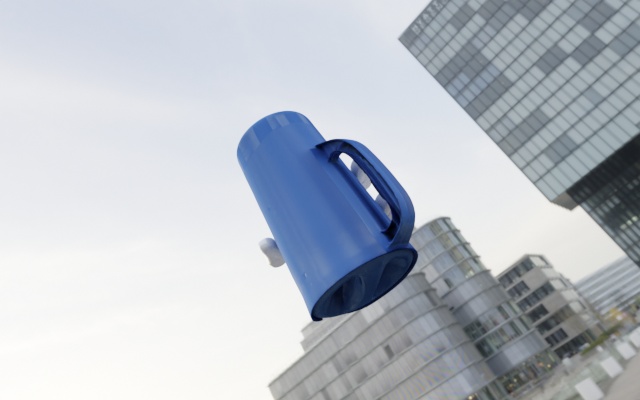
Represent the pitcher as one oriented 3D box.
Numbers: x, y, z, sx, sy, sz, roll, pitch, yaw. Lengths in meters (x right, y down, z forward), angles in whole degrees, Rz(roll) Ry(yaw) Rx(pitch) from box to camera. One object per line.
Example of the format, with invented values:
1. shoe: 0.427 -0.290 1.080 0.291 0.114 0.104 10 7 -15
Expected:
1. pitcher: 0.000 0.002 0.558 0.149 0.242 0.145 -31 -28 -3
